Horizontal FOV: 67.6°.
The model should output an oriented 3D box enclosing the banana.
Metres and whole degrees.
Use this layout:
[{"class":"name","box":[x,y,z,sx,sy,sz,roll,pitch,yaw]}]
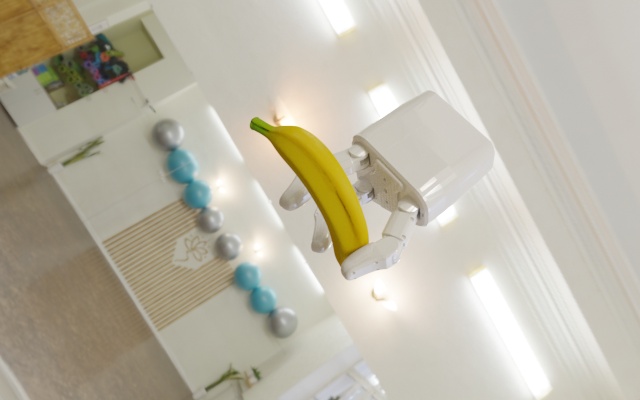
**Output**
[{"class":"banana","box":[0.009,0.003,0.444,0.037,0.198,0.069,-40,30,-19]}]
